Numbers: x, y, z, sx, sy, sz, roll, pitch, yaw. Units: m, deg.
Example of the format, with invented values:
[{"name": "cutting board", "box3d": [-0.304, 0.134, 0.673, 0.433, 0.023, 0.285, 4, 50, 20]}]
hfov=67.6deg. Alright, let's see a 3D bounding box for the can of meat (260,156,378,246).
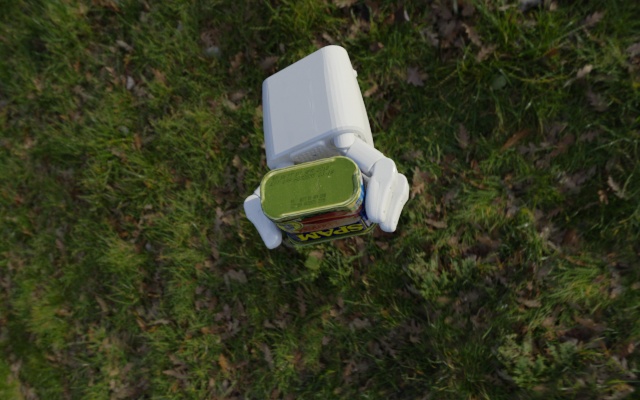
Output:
[{"name": "can of meat", "box3d": [0.000, 0.002, 0.473, 0.102, 0.057, 0.084, -12, -23, 13]}]
